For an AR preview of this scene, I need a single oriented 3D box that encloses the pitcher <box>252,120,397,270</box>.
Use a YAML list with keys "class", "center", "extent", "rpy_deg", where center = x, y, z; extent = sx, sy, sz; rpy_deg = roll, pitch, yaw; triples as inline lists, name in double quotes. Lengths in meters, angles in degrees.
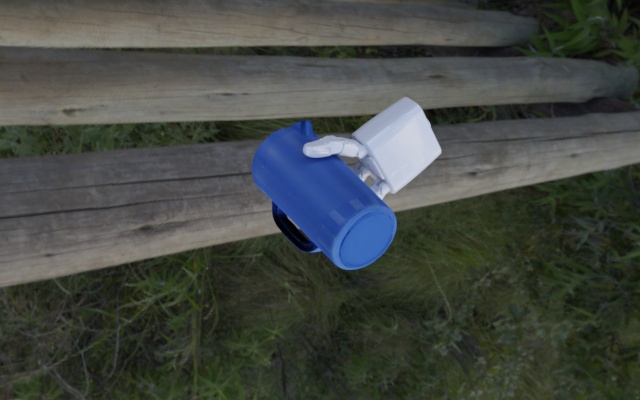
- class: "pitcher"
  center: [0.000, 0.002, 0.732]
  extent: [0.145, 0.149, 0.242]
  rpy_deg: [-37, 46, -8]
